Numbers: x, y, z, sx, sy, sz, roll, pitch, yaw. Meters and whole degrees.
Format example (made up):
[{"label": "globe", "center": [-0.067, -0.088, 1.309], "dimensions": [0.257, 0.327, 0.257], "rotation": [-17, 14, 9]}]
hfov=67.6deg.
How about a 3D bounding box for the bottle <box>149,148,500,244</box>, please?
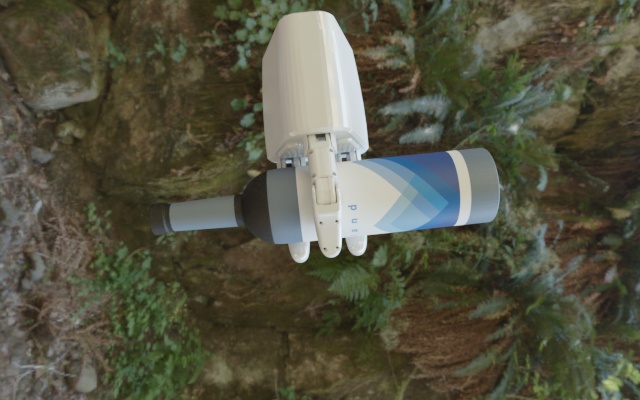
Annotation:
[{"label": "bottle", "center": [0.000, 0.001, 0.422], "dimensions": [0.296, 0.069, 0.069], "rotation": [-6, 0, -1]}]
